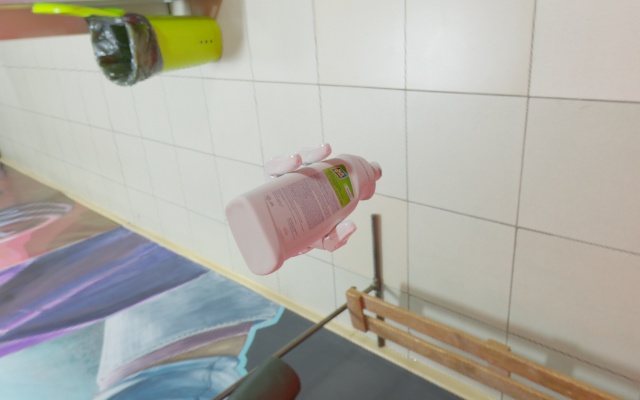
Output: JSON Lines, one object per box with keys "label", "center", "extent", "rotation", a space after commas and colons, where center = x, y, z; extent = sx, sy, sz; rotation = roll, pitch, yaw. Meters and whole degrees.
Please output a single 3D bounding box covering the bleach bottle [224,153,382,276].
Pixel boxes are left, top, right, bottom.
{"label": "bleach bottle", "center": [0.000, 0.002, 0.635], "extent": [0.250, 0.102, 0.068], "rotation": [-25, 1, -41]}
